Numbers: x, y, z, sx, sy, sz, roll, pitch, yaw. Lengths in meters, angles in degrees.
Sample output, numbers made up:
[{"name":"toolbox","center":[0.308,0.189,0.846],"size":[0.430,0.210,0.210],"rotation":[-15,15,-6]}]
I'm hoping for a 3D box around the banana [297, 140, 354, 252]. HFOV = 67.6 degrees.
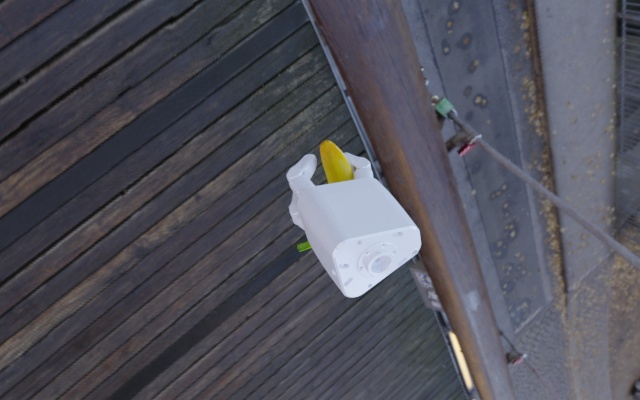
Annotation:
[{"name":"banana","center":[0.017,0.005,0.677],"size":[0.069,0.198,0.037],"rotation":[1,37,-17]}]
